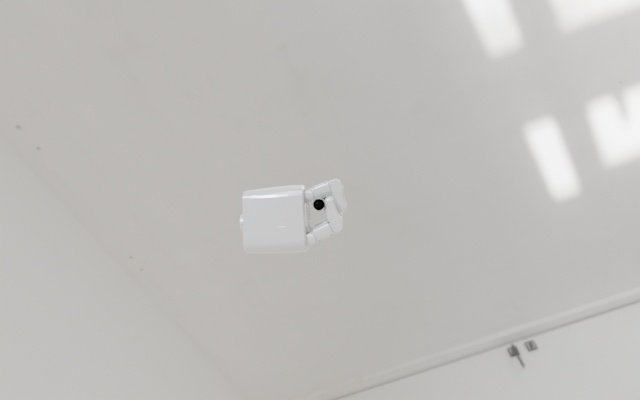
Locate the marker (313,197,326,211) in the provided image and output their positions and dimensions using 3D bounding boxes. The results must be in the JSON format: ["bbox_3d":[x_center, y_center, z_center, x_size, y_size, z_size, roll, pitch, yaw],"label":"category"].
[{"bbox_3d":[0.000,0.003,0.831,0.020,0.020,0.121,0,5,3],"label":"marker"}]
